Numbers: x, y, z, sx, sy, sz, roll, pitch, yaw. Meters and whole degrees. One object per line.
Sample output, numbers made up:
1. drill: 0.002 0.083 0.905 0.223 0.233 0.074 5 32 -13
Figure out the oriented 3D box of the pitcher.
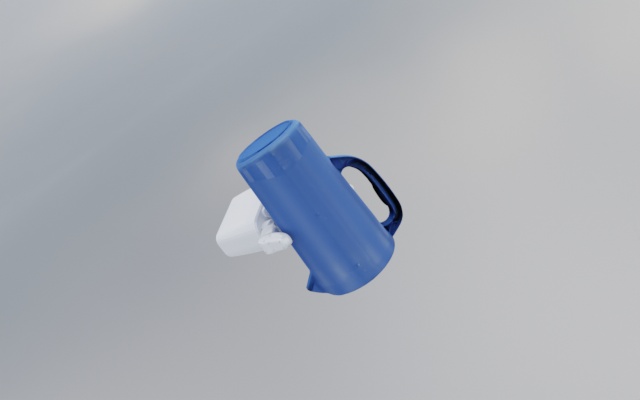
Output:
1. pitcher: 0.000 0.002 0.689 0.145 0.243 0.149 -20 25 39
